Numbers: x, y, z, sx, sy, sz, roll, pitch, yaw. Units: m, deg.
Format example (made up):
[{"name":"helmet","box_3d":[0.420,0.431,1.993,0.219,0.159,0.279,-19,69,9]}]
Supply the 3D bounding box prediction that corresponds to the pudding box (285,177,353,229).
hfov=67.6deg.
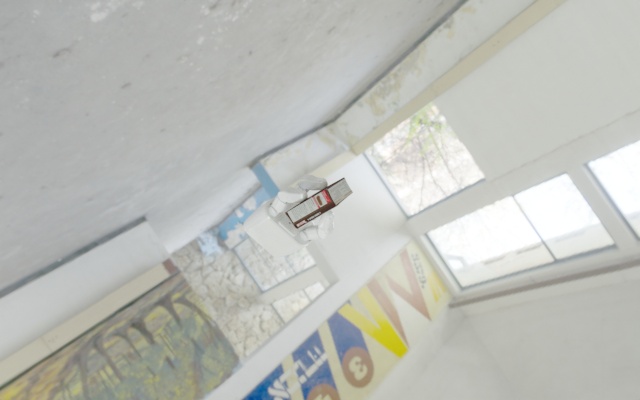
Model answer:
[{"name":"pudding box","box_3d":[0.000,0.003,0.842,0.090,0.039,0.113,-31,3,22]}]
